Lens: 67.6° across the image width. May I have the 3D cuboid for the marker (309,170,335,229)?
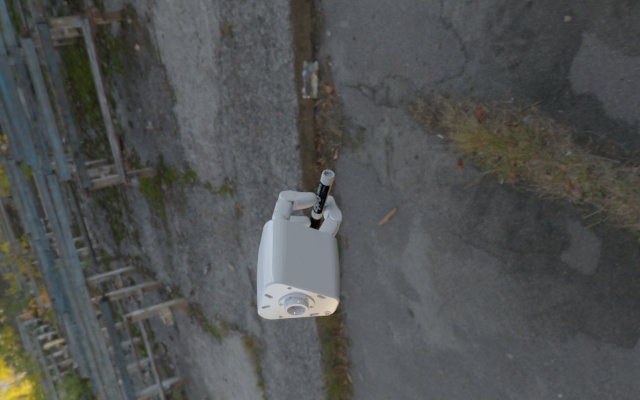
[{"bbox_3d":[0.000,0.002,0.738,0.020,0.020,0.121,0,-43,-16],"label":"marker"}]
